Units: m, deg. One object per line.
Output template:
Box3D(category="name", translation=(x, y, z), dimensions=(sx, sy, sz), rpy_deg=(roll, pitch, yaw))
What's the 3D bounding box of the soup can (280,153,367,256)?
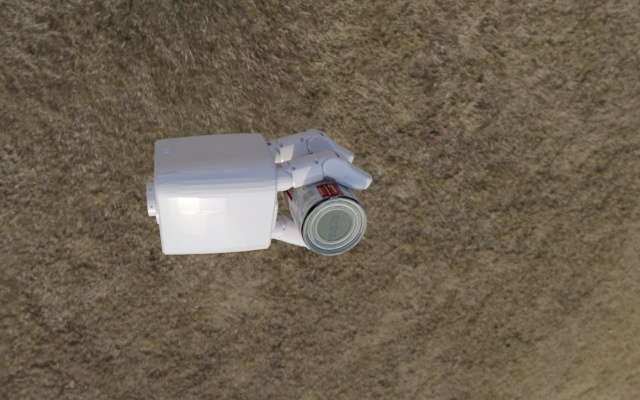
Box3D(category="soup can", translation=(0.001, 0.002, 0.496), dimensions=(0.068, 0.068, 0.102), rpy_deg=(0, 28, -18))
